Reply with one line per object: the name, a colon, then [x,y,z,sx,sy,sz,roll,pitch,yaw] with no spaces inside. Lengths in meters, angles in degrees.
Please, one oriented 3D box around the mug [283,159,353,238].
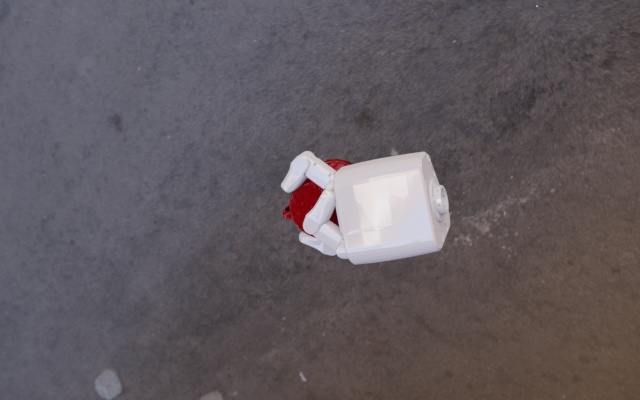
mug: [-0.001,0.002,0.643,0.117,0.093,0.081,-13,15,28]
